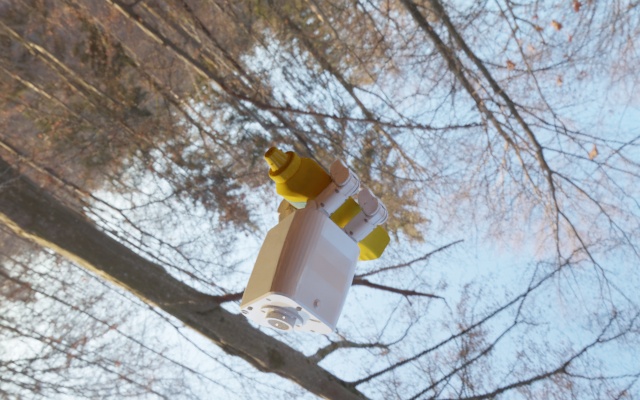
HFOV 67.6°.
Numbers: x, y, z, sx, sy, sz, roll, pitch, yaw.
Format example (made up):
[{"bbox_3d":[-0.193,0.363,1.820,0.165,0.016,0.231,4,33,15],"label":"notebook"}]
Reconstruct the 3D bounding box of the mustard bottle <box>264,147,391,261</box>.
[{"bbox_3d":[0.000,0.002,0.597,0.192,0.058,0.096,44,-16,-31],"label":"mustard bottle"}]
